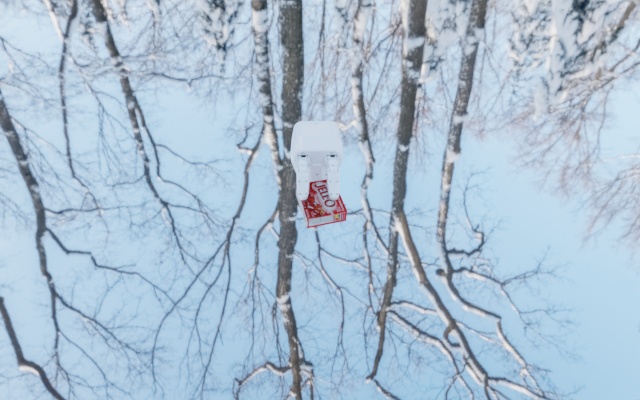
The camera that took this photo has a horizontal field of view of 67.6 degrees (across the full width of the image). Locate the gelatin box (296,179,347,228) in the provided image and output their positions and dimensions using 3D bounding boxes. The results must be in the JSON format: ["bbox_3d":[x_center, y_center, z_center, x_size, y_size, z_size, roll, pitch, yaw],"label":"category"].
[{"bbox_3d":[0.000,0.003,0.854,0.073,0.089,0.030,-10,-42,-11],"label":"gelatin box"}]
